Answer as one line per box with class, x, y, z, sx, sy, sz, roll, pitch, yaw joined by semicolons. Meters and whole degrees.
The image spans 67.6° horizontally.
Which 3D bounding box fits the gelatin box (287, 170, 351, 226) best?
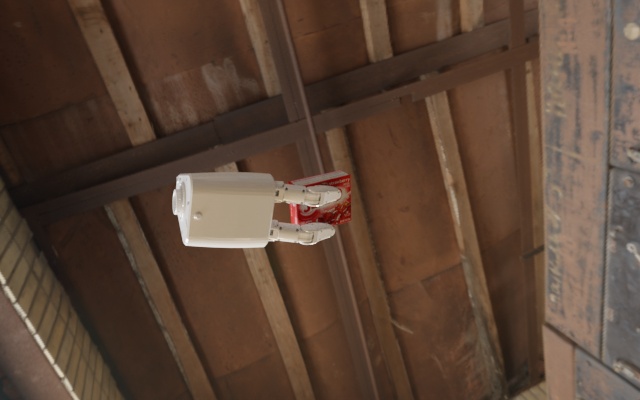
gelatin box;0.000;0.002;0.677;0.089;0.073;0.030;-14;25;-25
